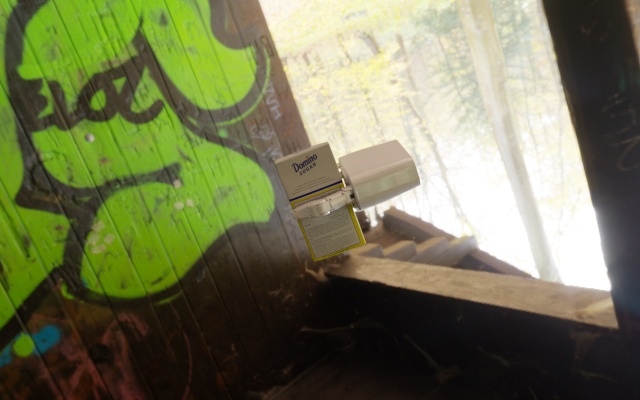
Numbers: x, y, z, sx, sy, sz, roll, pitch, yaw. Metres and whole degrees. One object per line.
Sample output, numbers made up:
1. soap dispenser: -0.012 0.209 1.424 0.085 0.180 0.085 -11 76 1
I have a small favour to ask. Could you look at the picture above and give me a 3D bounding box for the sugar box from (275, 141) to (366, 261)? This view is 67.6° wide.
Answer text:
1. sugar box: 0.000 0.002 0.769 0.093 0.176 0.048 -20 13 2
